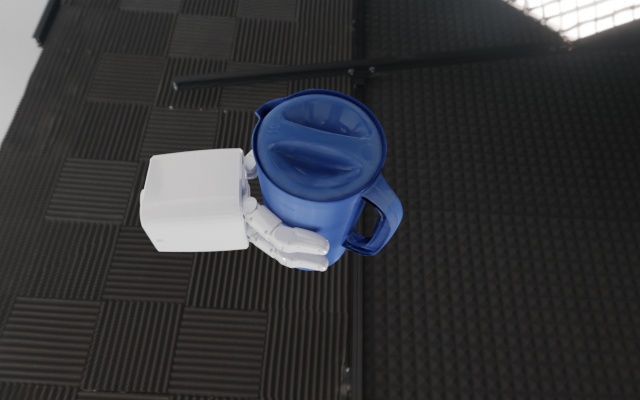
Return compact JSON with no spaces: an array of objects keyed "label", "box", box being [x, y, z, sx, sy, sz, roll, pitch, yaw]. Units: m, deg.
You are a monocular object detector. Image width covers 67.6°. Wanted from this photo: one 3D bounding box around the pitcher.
[{"label":"pitcher","box":[0.000,0.002,0.566,0.145,0.149,0.243,-3,-27,-5]}]
